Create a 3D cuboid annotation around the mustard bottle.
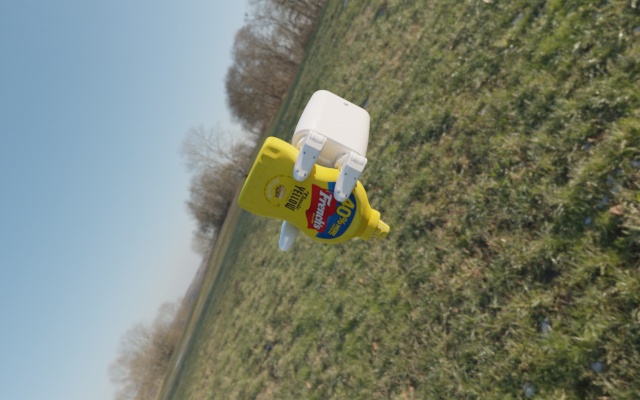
[{"bbox_3d":[0.000,0.002,0.605,0.191,0.096,0.058,25,20,-9],"label":"mustard bottle"}]
